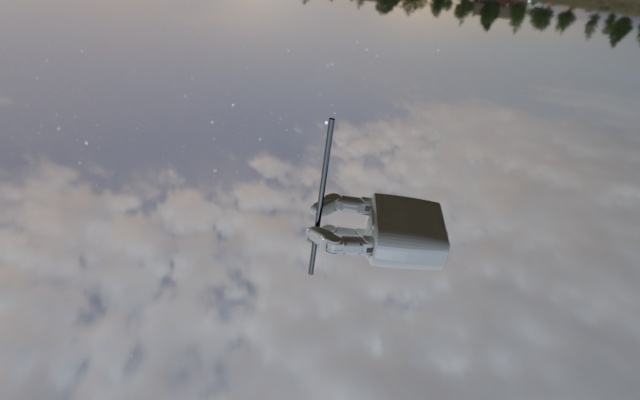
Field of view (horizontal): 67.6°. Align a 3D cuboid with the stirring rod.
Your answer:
[{"bbox_3d":[0.000,0.002,0.669,0.011,0.240,0.011,6,25,-3],"label":"stirring rod"}]
